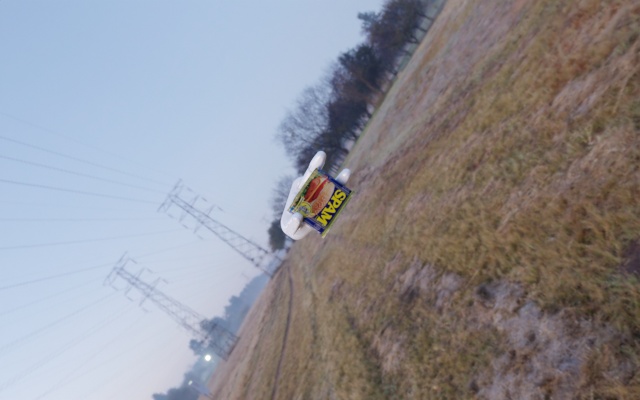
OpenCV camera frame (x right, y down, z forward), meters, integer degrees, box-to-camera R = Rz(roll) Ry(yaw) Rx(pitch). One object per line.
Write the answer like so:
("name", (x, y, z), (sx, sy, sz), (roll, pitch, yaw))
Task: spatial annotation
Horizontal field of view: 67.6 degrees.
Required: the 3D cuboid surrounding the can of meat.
("can of meat", (0.000, 0.003, 0.864), (0.084, 0.102, 0.057), (35, -6, 1))
